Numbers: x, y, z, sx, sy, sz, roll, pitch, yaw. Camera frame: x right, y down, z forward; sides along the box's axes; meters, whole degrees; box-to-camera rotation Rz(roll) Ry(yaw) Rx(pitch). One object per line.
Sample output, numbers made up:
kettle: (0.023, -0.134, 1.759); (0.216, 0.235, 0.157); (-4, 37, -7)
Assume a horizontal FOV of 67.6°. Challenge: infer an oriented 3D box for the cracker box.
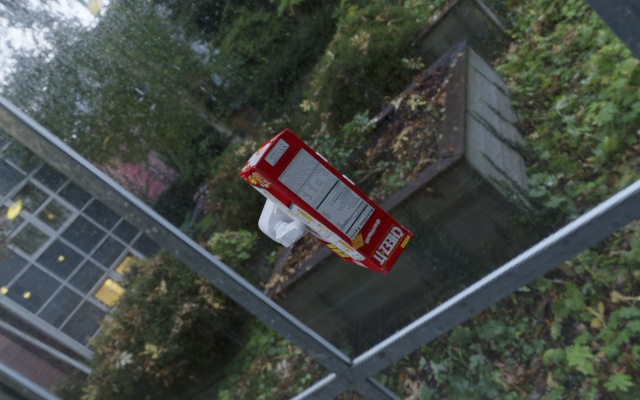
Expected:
cracker box: (0.000, 0.002, 0.649); (0.214, 0.072, 0.164); (39, -10, -12)
